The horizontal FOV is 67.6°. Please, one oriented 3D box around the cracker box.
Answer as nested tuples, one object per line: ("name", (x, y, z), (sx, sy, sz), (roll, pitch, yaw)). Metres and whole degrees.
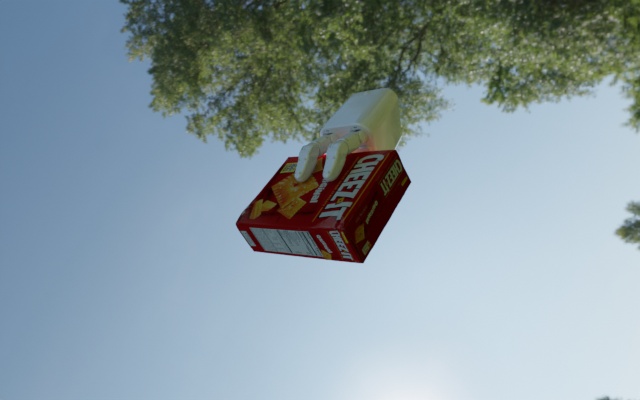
("cracker box", (0.000, 0.002, 0.704), (0.213, 0.072, 0.164), (0, 43, 41))
